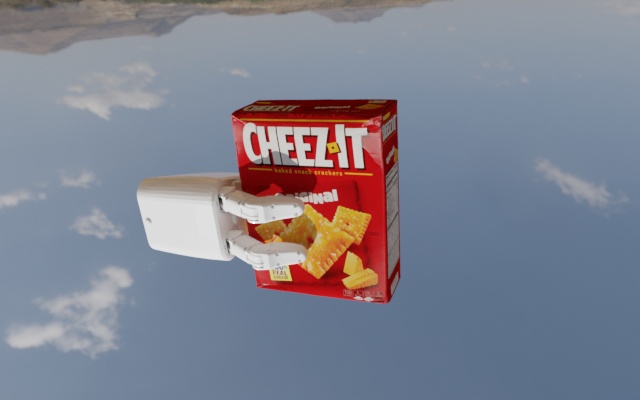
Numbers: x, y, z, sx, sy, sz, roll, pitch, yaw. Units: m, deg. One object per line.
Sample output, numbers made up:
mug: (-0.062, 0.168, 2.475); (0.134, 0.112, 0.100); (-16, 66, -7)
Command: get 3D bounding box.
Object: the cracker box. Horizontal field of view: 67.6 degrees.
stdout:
cracker box: (0.000, 0.002, 0.526); (0.164, 0.214, 0.072); (4, 25, 20)
